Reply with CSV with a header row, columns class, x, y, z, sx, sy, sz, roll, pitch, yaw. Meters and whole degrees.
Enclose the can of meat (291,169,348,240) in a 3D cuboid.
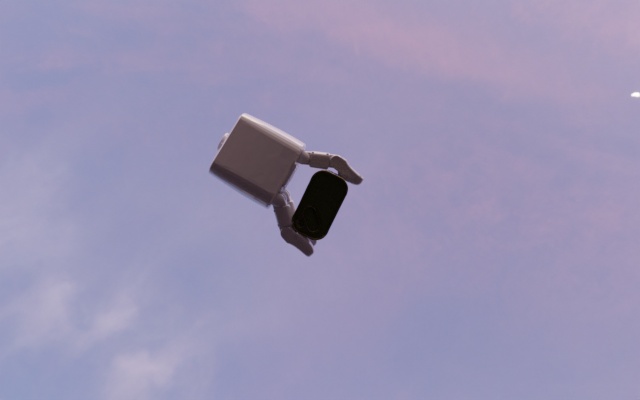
class,x,y,z,sx,sy,sz,roll,pitch,yaw
can of meat,0.000,0.002,0.736,0.057,0.102,0.084,26,7,-1
